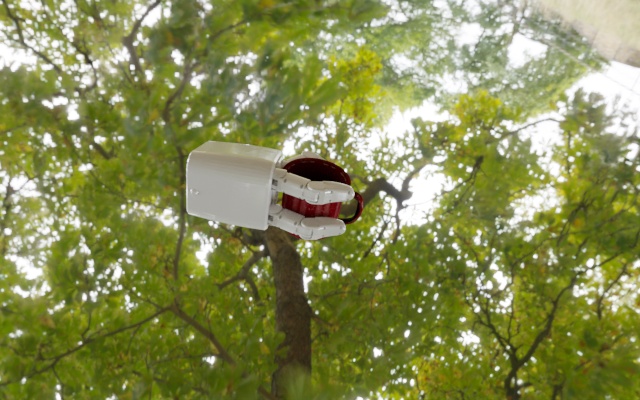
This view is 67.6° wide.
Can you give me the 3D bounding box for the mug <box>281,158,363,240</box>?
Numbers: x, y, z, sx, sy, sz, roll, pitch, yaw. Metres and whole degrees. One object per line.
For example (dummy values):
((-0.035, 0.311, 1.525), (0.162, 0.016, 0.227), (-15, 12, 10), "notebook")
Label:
((0.001, 0.003, 0.654), (0.117, 0.082, 0.093), (11, 35, -1), "mug")
